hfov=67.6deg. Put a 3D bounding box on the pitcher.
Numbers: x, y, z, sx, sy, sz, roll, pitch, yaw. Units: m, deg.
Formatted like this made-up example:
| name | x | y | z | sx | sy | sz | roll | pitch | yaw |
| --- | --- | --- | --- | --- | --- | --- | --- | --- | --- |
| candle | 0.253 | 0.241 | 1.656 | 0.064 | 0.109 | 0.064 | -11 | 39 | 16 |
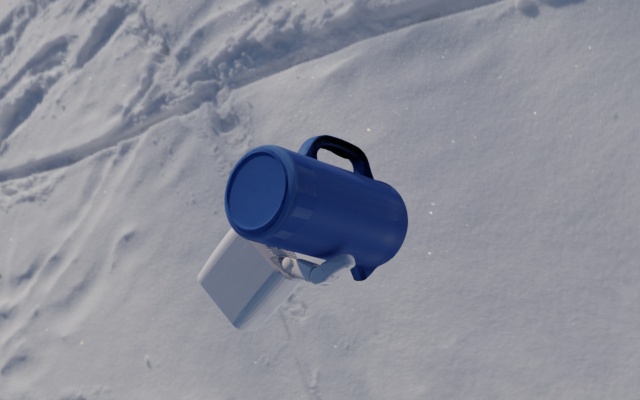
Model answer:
| name | x | y | z | sx | sy | sz | roll | pitch | yaw |
| --- | --- | --- | --- | --- | --- | --- | --- | --- | --- |
| pitcher | 0.000 | 0.002 | 0.609 | 0.243 | 0.145 | 0.149 | 19 | 25 | -52 |
